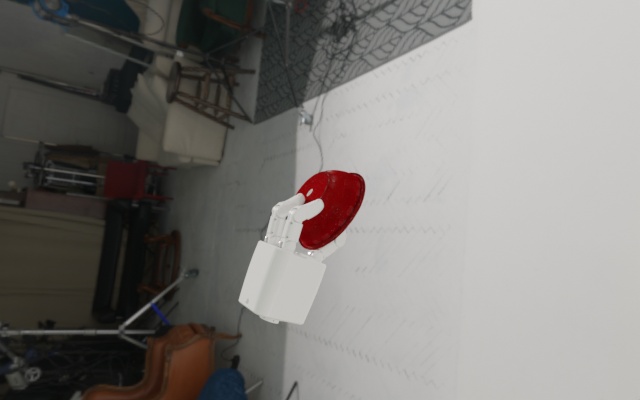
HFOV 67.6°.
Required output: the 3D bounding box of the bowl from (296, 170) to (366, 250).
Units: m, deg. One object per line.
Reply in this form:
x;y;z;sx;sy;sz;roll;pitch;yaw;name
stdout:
0.000;0.001;0.822;0.055;0.162;0.162;39;-20;-26;bowl
